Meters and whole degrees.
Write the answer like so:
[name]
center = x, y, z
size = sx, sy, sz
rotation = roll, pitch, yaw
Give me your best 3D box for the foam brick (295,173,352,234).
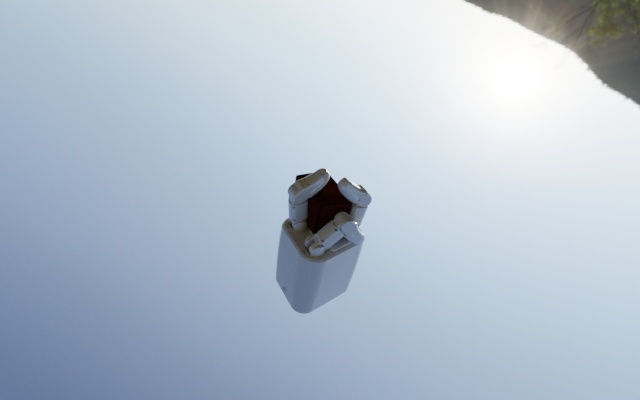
[foam brick]
center = 0.000, 0.002, 0.670
size = 0.053, 0.051, 0.078
rotation = -8, 38, -27
